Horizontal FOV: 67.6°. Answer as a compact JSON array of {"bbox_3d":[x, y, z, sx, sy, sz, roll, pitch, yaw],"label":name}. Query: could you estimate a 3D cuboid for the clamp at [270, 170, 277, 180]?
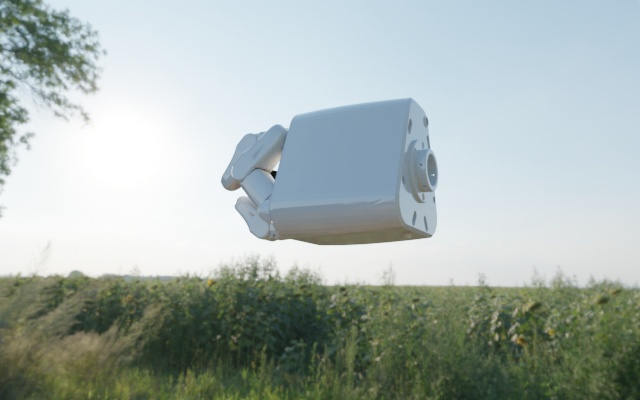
[{"bbox_3d":[0.000,0.001,0.490,0.120,0.039,0.171,-4,-13,30],"label":"clamp"}]
